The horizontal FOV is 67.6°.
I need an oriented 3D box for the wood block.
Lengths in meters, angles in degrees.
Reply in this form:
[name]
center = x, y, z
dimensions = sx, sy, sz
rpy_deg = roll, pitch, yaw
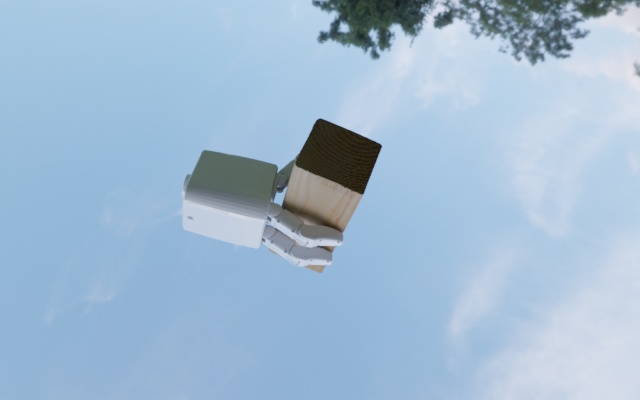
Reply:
[wood block]
center = 0.000, 0.002, 0.649
dimensions = 0.090, 0.090, 0.206
rpy_deg = 23, -37, 0
